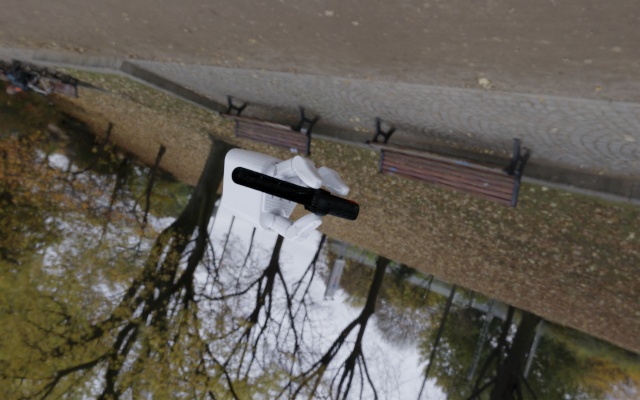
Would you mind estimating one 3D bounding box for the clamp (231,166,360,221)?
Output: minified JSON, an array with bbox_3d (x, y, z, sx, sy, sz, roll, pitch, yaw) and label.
[{"bbox_3d":[0.000,0.003,0.670,0.164,0.036,0.210,22,4,43],"label":"clamp"}]
